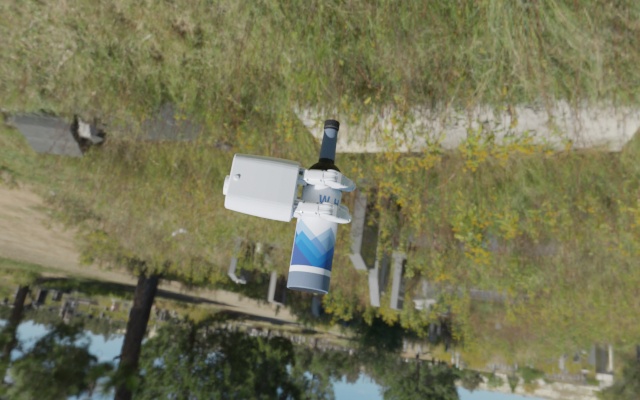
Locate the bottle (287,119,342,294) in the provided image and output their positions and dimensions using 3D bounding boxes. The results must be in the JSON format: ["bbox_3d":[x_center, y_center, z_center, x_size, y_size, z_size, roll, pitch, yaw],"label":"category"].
[{"bbox_3d":[0.000,0.003,0.797,0.069,0.295,0.069,8,-17,2],"label":"bottle"}]
